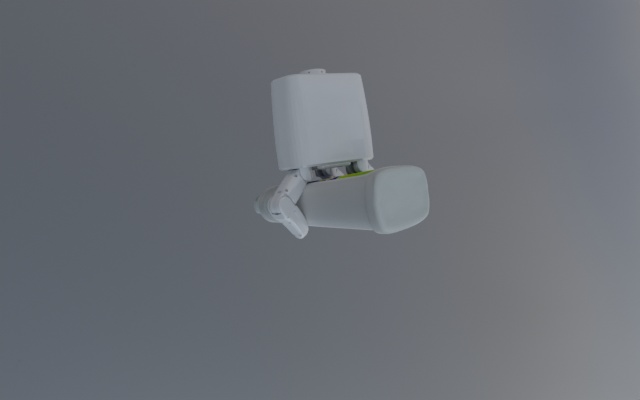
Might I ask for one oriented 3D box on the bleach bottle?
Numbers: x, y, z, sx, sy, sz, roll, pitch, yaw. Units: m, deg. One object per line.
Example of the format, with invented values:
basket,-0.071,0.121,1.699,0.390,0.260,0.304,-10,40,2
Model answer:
bleach bottle,0.000,0.002,0.583,0.251,0.068,0.102,-3,5,44
